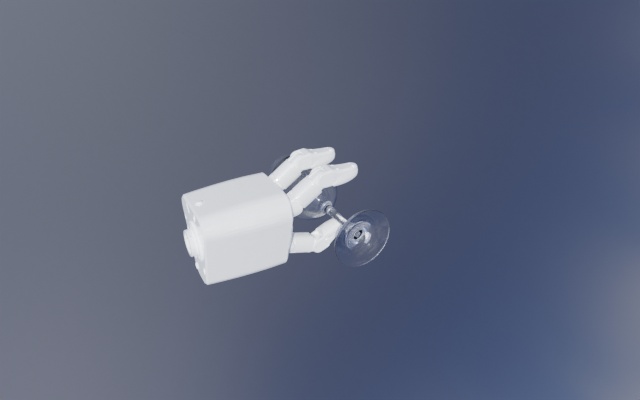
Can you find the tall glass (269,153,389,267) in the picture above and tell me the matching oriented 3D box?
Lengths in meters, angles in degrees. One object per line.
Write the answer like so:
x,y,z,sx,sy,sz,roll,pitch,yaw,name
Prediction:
0.001,0.002,0.620,0.079,0.079,0.201,0,25,-32,tall glass
